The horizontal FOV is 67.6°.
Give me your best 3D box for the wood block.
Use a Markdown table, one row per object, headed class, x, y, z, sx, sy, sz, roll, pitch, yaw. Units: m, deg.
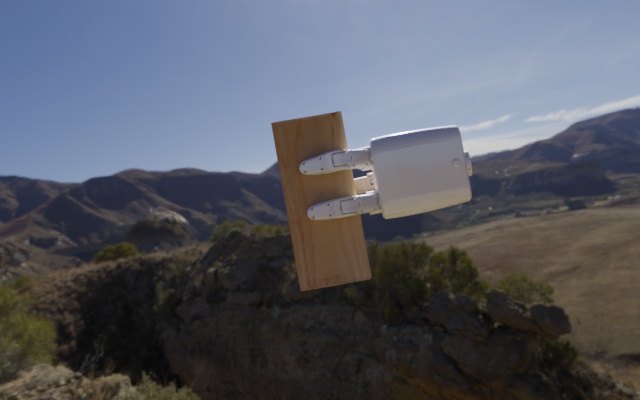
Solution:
| class | x | y | z | sx | sy | sz | roll | pitch | yaw |
| --- | --- | --- | --- | --- | --- | --- | --- | --- | --- |
| wood block | 0.000 | 0.002 | 0.617 | 0.090 | 0.206 | 0.091 | -10 | -2 | -1 |
